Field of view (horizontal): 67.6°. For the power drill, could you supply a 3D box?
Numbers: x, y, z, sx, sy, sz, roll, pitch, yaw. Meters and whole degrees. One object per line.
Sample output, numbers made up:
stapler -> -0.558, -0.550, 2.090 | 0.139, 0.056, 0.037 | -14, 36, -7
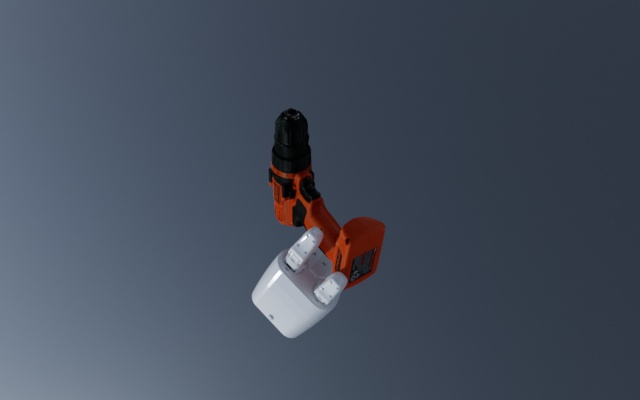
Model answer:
power drill -> 0.000, 0.002, 0.586 | 0.057, 0.185, 0.187 | -24, 51, -22
